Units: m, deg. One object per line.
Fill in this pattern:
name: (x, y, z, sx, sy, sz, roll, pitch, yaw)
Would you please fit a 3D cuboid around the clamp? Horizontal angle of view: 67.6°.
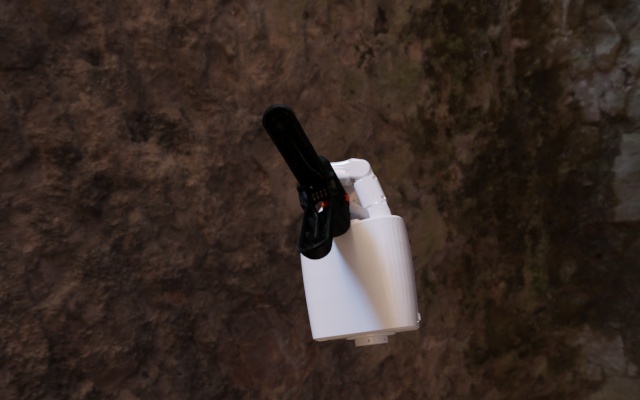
clamp: (0.000, 0.001, 0.414, 0.039, 0.120, 0.171, -14, -18, 15)
